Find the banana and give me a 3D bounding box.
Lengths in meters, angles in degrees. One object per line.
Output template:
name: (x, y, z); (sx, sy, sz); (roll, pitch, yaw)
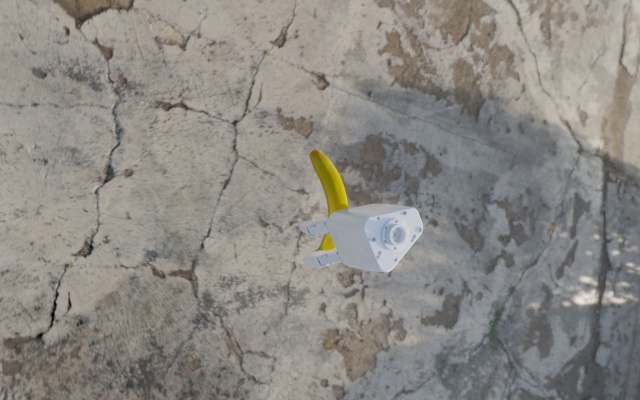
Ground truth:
banana: (0.017, 0.006, 0.868); (0.069, 0.198, 0.037); (-2, 2, -25)
